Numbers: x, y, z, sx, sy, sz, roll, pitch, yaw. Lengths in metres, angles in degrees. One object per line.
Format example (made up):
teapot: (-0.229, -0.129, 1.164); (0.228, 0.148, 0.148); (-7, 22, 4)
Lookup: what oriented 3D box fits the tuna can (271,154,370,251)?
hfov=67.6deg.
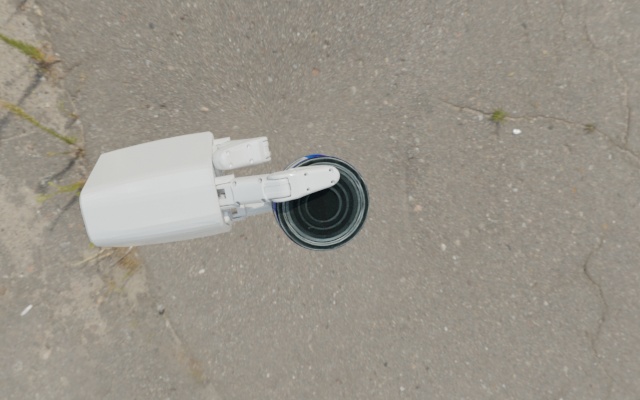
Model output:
tuna can: (0.000, 0.001, 0.429); (0.086, 0.086, 0.033); (0, 8, -11)
